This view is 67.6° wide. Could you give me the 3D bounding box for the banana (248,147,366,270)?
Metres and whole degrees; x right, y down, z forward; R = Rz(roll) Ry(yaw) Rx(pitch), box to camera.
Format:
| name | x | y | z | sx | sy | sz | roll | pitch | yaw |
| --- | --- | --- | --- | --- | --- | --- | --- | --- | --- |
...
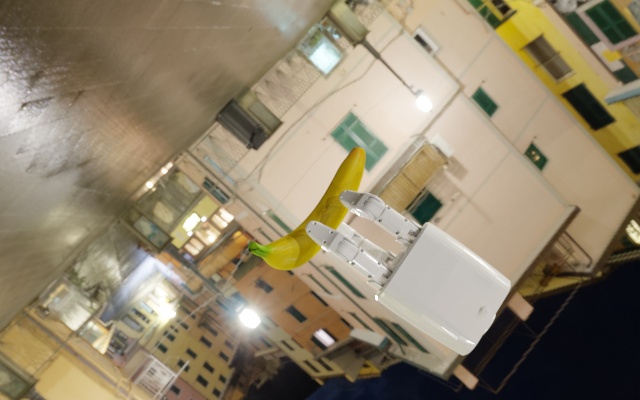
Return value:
| name | x | y | z | sx | sy | sz | roll | pitch | yaw |
| --- | --- | --- | --- | --- | --- | --- | --- | --- | --- |
| banana | -0.001 | 0.017 | 0.545 | 0.037 | 0.070 | 0.197 | 25 | 52 | 27 |
